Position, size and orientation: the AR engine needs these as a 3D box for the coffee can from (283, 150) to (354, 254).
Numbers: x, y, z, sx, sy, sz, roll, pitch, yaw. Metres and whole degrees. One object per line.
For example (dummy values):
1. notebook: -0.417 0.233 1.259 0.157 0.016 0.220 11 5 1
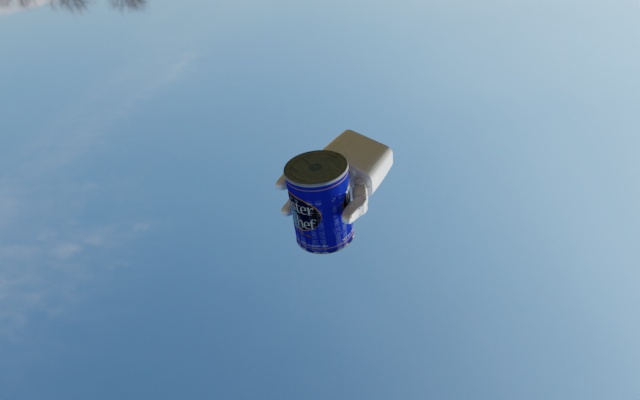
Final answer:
1. coffee can: 0.000 0.003 0.788 0.103 0.140 0.102 -5 35 4
